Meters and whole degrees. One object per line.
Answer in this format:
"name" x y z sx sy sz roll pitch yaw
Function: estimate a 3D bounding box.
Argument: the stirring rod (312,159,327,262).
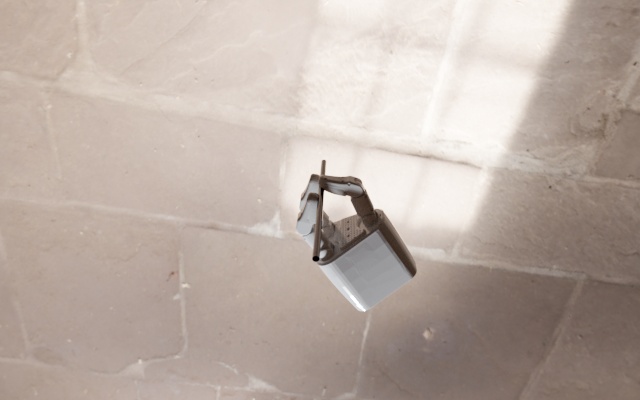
"stirring rod" 0.000 0.002 0.605 0.011 0.011 0.239 0 30 3
